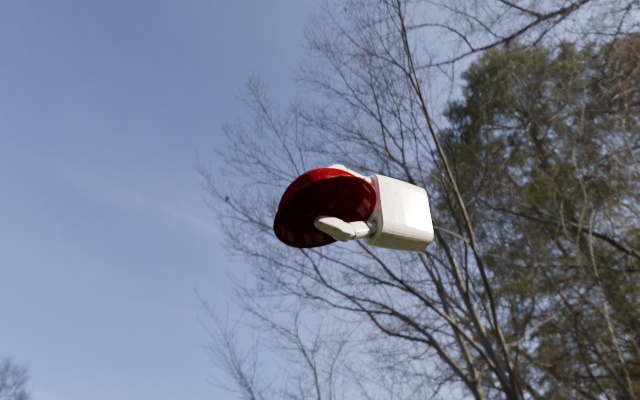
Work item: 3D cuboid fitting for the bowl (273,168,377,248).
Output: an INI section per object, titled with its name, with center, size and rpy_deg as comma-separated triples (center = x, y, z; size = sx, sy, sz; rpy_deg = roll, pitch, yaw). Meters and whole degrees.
[bowl]
center = -0.001, 0.002, 0.718
size = 0.162, 0.055, 0.162
rpy_deg = -15, -37, -12
